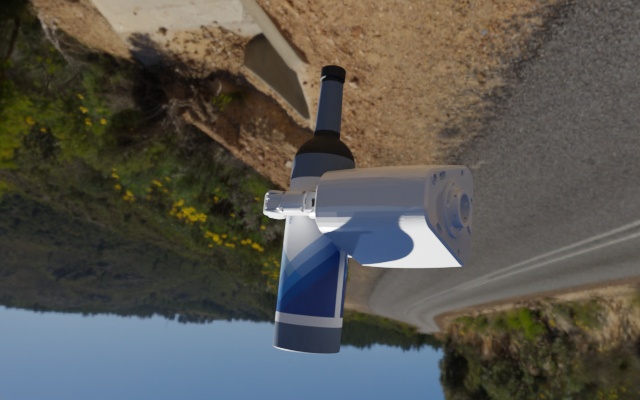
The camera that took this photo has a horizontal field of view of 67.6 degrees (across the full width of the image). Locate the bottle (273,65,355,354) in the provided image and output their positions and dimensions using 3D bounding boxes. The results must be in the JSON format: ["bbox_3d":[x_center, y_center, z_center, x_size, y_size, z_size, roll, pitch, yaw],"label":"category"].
[{"bbox_3d":[0.000,0.002,0.495,0.069,0.295,0.069,5,-10,1],"label":"bottle"}]
